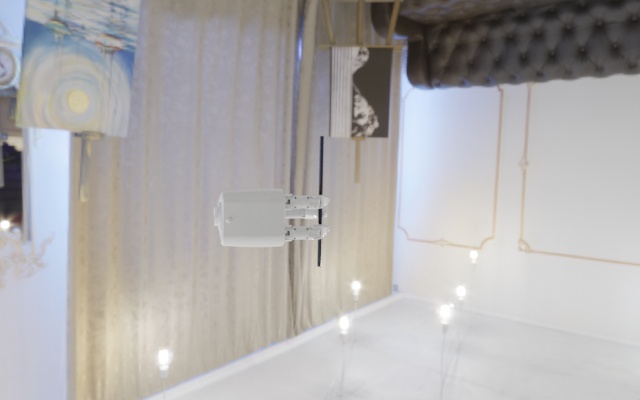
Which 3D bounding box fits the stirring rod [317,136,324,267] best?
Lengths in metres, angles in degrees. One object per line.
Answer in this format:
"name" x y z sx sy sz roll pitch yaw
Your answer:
"stirring rod" 0.000 0.003 0.878 0.011 0.239 0.011 1 6 0
